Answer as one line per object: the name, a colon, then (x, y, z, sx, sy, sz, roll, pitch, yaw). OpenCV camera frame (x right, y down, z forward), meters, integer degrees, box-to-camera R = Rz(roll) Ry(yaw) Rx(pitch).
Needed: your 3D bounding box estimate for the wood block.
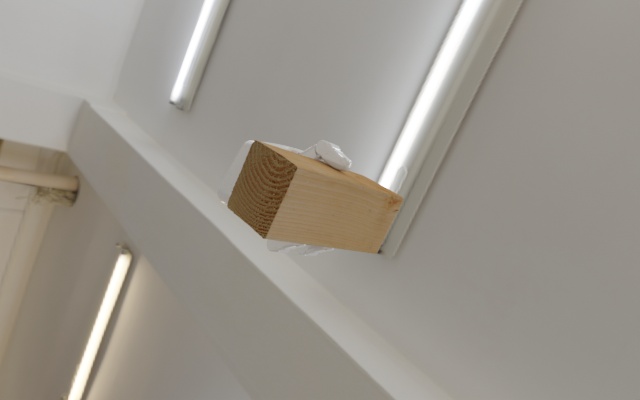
wood block: (0.000, 0.002, 0.611, 0.206, 0.091, 0.090, 13, 16, -46)
